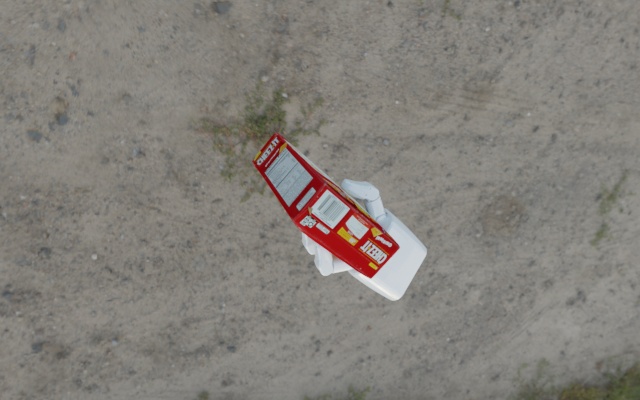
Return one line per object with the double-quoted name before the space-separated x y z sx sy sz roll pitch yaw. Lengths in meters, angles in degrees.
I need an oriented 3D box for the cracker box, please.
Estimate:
"cracker box" 0.000 0.002 0.704 0.164 0.072 0.213 39 6 -33
